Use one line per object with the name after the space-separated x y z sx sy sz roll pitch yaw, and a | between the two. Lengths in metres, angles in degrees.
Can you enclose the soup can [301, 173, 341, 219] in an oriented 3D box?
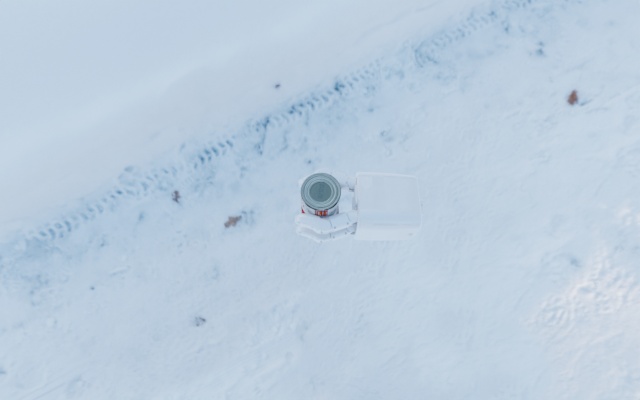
0.000 0.002 0.816 0.068 0.068 0.102 0 -21 -1 | soup can
